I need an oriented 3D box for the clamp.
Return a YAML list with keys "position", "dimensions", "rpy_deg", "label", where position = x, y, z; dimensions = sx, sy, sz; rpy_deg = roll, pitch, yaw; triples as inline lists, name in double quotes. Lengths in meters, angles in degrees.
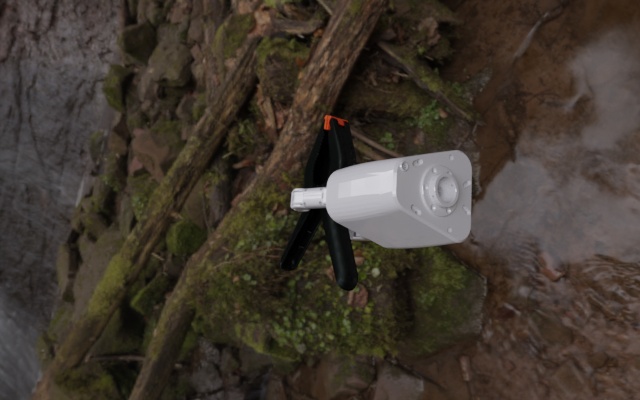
- position: [0.000, 0.001, 0.595]
  dimensions: [0.036, 0.210, 0.164]
  rpy_deg: [10, -11, -30]
  label: "clamp"
